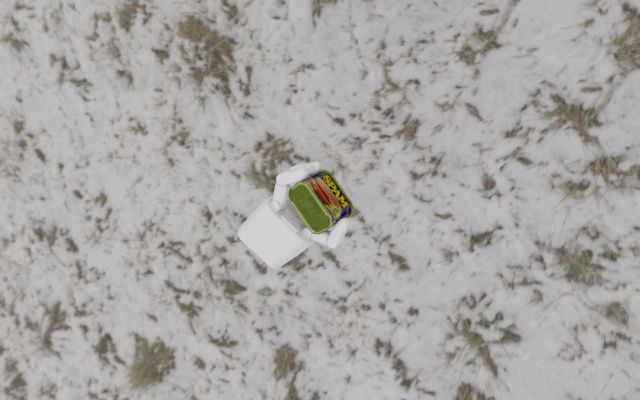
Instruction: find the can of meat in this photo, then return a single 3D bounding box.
[{"bbox_3d":[0.000,0.003,0.848,0.057,0.102,0.084,-38,-6,34],"label":"can of meat"}]
